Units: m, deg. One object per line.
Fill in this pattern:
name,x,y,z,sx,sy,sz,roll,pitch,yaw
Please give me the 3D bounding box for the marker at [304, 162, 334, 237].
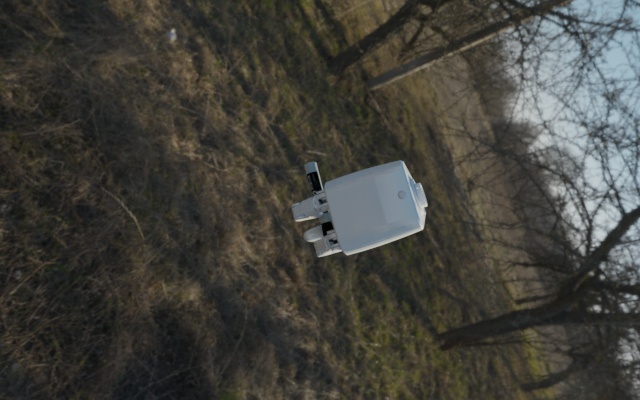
marker,0.000,0.002,0.705,0.020,0.121,0.020,-15,-10,-3
